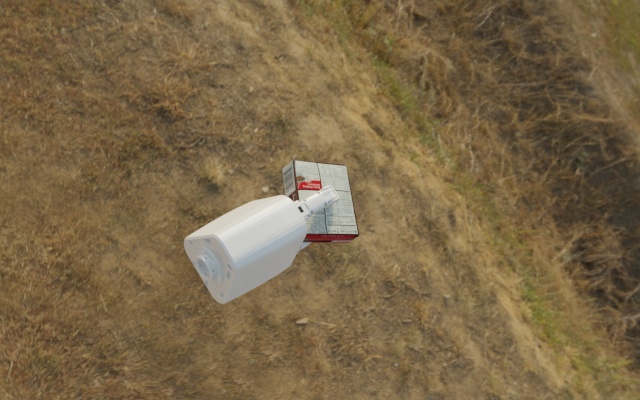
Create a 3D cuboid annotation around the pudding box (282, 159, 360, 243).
[{"bbox_3d":[0.000,0.002,0.663,0.090,0.113,0.039,4,-22,-30],"label":"pudding box"}]
